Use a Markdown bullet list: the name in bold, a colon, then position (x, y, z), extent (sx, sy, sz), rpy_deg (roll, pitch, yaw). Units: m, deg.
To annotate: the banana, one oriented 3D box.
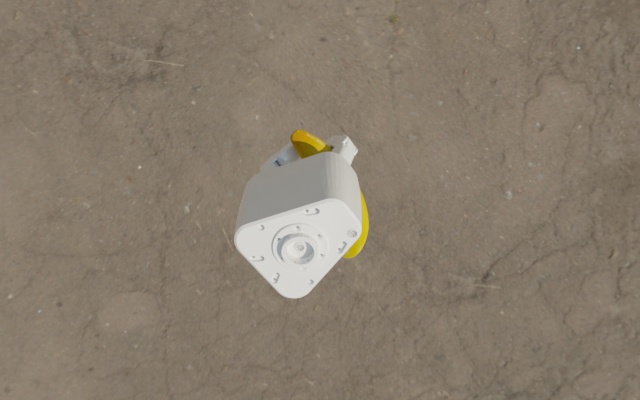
- **banana**: position (0.019, 0.002, 0.575), extent (0.069, 0.198, 0.037), rpy_deg (-8, 32, 11)
